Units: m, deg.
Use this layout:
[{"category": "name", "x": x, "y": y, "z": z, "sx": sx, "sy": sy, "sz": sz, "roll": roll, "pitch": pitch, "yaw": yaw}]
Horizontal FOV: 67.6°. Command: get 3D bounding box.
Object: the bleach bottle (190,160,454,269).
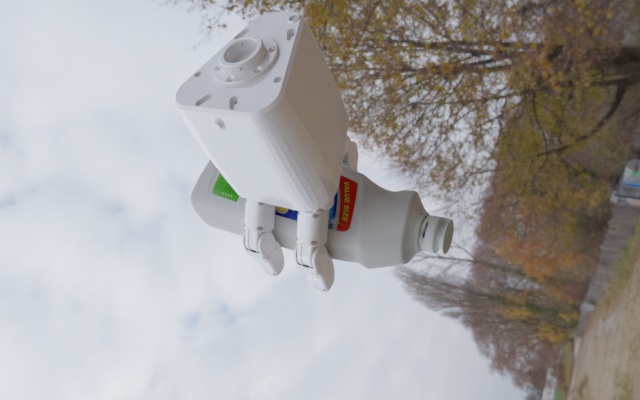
[{"category": "bleach bottle", "x": 0.000, "y": 0.002, "z": 0.450, "sx": 0.251, "sy": 0.102, "sz": 0.068, "roll": 11, "pitch": -30, "yaw": 29}]
